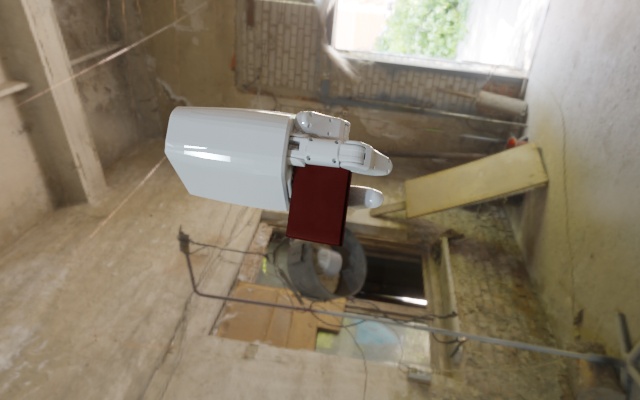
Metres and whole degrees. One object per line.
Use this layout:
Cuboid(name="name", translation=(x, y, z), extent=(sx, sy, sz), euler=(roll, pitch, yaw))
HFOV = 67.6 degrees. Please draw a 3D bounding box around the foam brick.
Cuboid(name="foam brick", translation=(0.000, 0.002, 0.445), extent=(0.051, 0.078, 0.053), euler=(7, -6, 3))
